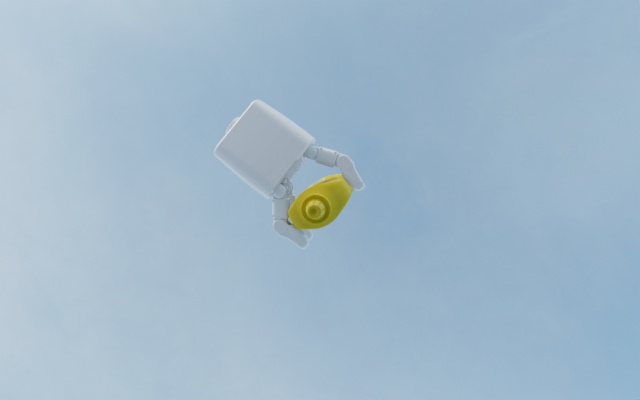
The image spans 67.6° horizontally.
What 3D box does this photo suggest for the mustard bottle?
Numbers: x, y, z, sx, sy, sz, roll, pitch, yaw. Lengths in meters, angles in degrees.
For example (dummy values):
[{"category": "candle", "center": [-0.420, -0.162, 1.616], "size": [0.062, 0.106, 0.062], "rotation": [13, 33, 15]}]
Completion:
[{"category": "mustard bottle", "center": [0.000, 0.003, 0.706], "size": [0.096, 0.058, 0.191], "rotation": [-29, 3, 8]}]
